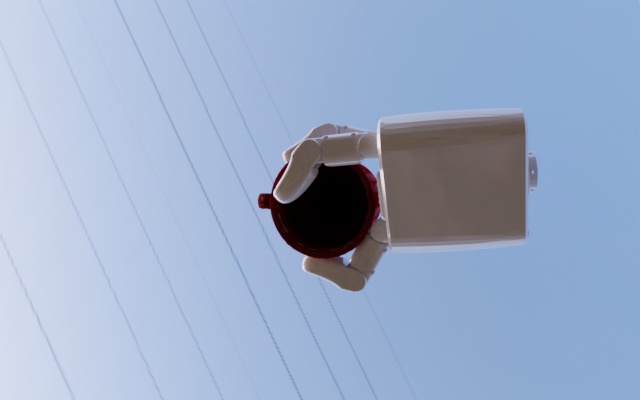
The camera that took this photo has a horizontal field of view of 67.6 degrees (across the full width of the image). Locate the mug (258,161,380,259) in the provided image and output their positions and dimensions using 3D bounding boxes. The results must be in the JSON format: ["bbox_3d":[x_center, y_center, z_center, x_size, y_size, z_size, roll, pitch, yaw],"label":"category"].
[{"bbox_3d":[-0.001,0.002,0.444,0.117,0.093,0.081,-1,3,16],"label":"mug"}]
